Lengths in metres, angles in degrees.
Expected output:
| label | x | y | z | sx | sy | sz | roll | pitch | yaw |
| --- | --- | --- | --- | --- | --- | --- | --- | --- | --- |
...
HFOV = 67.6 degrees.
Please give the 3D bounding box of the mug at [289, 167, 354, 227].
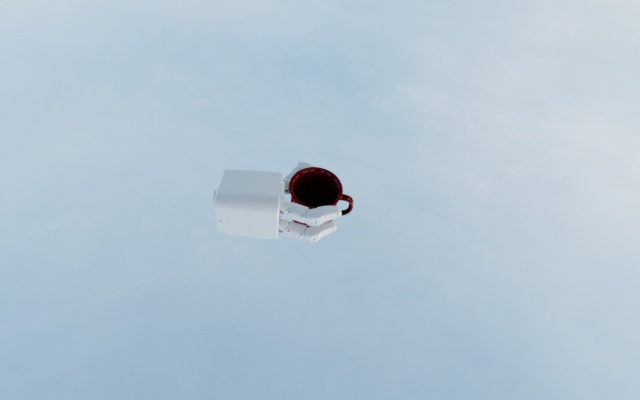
| label | x | y | z | sx | sy | sz | roll | pitch | yaw |
| --- | --- | --- | --- | --- | --- | --- | --- | --- | --- |
| mug | 0.002 | 0.003 | 0.848 | 0.117 | 0.093 | 0.082 | 7 | -37 | -3 |
